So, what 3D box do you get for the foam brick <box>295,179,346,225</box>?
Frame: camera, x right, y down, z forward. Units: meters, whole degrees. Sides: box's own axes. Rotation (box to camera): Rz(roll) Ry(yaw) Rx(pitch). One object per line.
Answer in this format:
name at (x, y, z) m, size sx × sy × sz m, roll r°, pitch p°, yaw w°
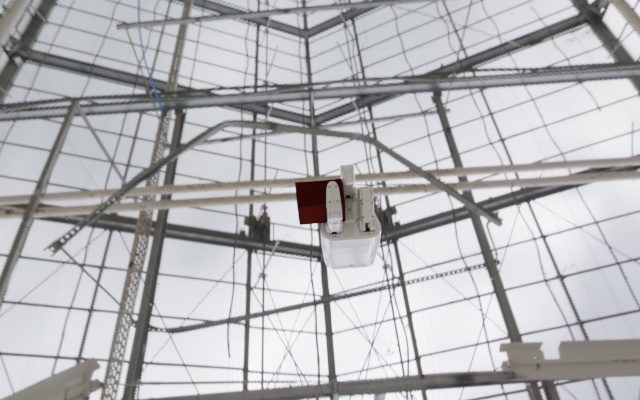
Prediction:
foam brick at (0.000, 0.002, 0.773) m, size 0.078 × 0.053 × 0.051 m, roll -4°, pitch -36°, yaw -1°
